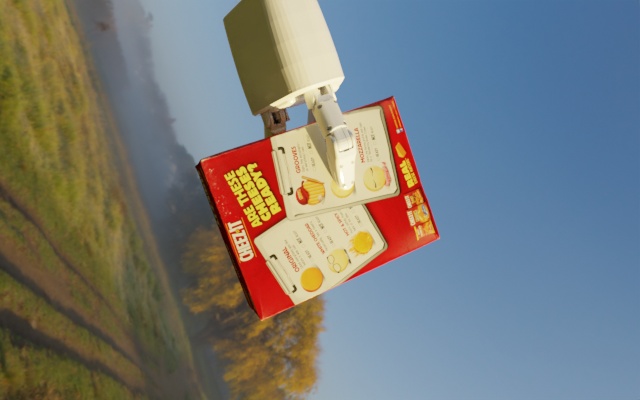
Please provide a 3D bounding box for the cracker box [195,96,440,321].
[{"bbox_3d":[0.000,0.002,0.503,0.213,0.164,0.072,-22,7,-18],"label":"cracker box"}]
